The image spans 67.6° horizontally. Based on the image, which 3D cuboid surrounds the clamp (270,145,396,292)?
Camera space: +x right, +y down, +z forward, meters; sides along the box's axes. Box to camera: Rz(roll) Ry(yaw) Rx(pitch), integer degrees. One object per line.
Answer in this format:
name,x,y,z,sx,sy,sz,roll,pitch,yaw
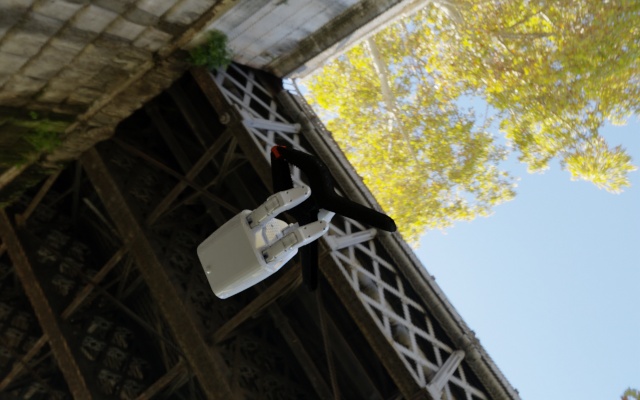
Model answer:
clamp,0.000,0.002,0.670,0.164,0.210,0.036,-33,-14,26
